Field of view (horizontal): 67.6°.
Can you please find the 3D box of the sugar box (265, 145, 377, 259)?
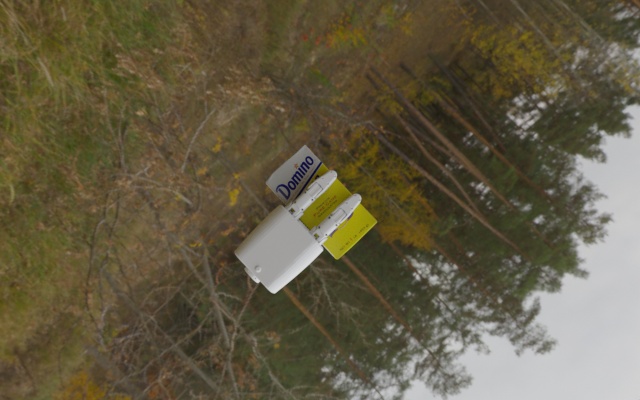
[{"bbox_3d":[0.000,0.003,0.793,0.093,0.176,0.048,-44,-1,-5],"label":"sugar box"}]
